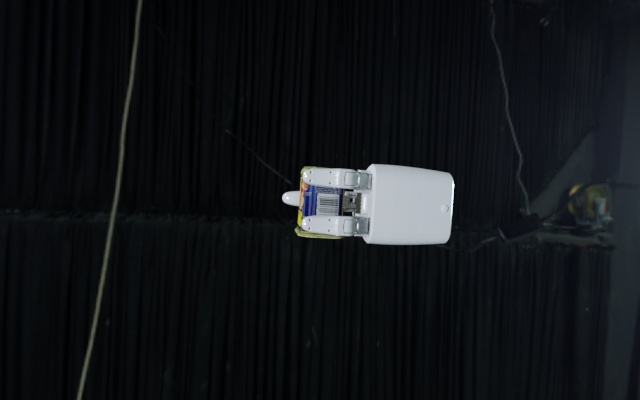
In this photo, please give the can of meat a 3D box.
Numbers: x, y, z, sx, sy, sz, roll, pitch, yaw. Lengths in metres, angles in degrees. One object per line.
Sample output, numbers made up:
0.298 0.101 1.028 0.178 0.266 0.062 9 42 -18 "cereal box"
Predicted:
0.000 0.002 0.610 0.057 0.084 0.102 4 1 -6 "can of meat"
